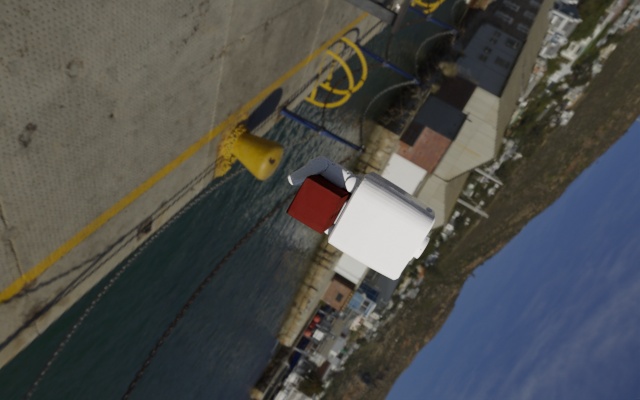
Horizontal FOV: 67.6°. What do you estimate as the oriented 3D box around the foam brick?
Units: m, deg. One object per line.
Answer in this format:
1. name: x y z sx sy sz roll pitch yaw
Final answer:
1. foam brick: 0.000 0.002 0.601 0.051 0.053 0.078 32 12 7
